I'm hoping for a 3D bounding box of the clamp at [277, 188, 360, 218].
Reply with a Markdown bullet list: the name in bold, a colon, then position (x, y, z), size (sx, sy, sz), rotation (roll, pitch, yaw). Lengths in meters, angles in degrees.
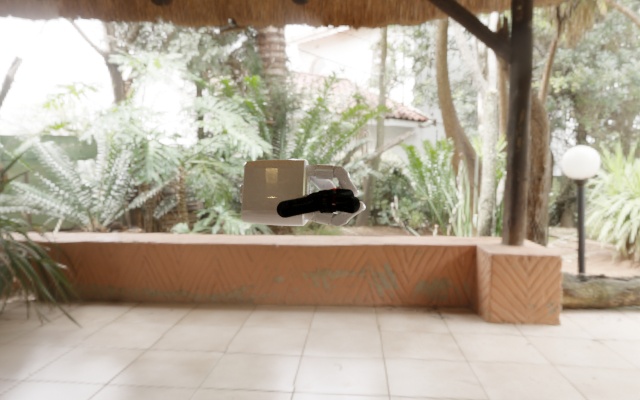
- **clamp**: position (0.000, 0.002, 0.744), size (0.120, 0.039, 0.171), rotation (1, 4, 3)
